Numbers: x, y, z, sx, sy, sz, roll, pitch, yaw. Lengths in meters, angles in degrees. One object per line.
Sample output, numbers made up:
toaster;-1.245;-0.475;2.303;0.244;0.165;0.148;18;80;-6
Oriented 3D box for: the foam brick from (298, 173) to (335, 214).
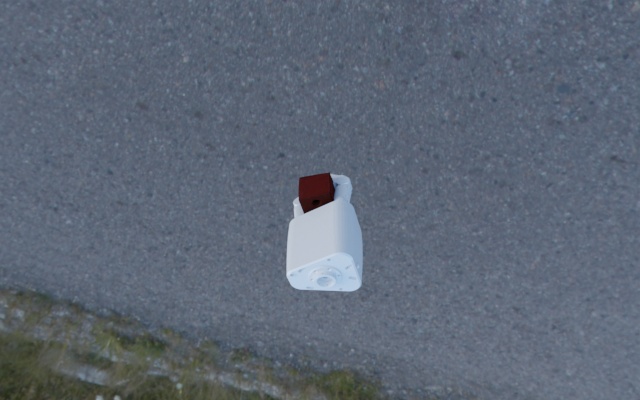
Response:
foam brick;0.000;0.002;0.773;0.053;0.078;0.051;-11;42;11
